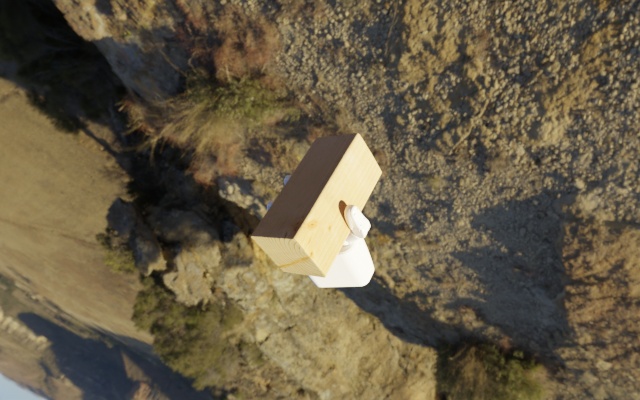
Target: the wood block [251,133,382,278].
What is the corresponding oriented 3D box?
[{"bbox_3d":[0.000,0.003,0.721,0.091,0.206,0.090,1,-41,41],"label":"wood block"}]
